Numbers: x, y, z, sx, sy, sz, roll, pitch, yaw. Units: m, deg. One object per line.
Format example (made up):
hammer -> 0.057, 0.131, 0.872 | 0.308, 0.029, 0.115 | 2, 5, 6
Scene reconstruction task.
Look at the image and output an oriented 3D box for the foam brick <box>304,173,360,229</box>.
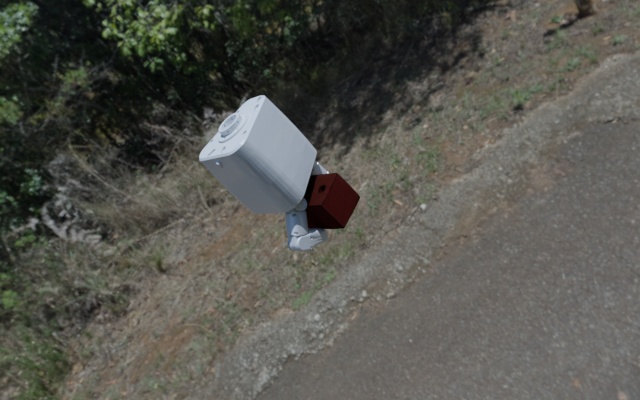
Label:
foam brick -> 0.000, 0.002, 0.621 | 0.078, 0.053, 0.051 | -4, -41, 46
